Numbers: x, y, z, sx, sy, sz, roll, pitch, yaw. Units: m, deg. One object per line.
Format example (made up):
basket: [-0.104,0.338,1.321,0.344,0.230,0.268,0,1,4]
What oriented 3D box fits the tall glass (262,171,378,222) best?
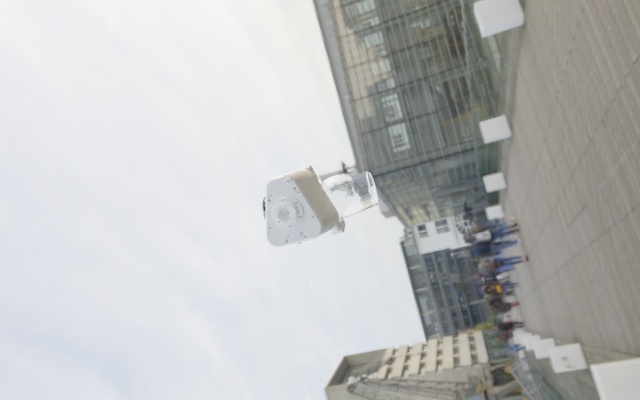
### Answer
tall glass: [0.000,0.003,0.866,0.201,0.079,0.079,-15,-4,15]
